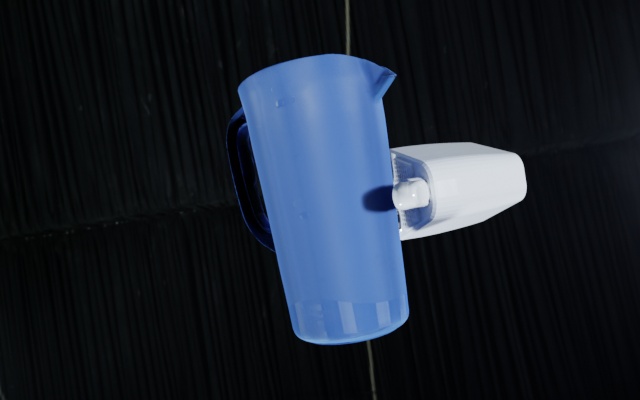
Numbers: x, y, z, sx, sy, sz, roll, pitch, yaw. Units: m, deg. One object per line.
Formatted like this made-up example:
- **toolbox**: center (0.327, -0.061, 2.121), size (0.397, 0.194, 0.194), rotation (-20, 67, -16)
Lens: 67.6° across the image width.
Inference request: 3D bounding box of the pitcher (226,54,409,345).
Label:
- **pitcher**: center (0.000, 0.001, 0.449), size (0.145, 0.243, 0.149), rotation (-9, -1, -15)
